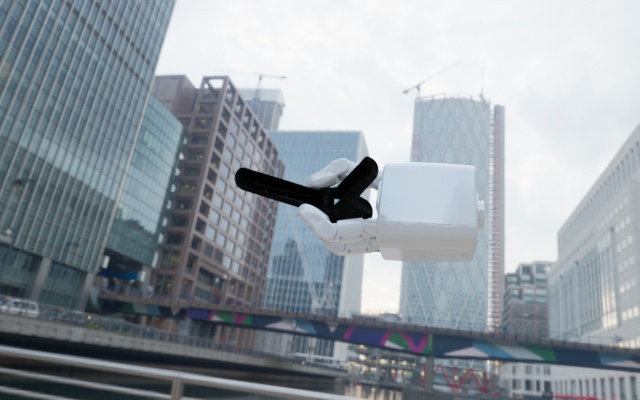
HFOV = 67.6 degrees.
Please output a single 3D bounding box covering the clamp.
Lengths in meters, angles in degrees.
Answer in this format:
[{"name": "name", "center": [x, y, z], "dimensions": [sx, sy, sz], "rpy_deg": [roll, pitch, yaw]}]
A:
[{"name": "clamp", "center": [0.001, 0.001, 0.593], "dimensions": [0.164, 0.036, 0.210], "rpy_deg": [0, -21, 14]}]
